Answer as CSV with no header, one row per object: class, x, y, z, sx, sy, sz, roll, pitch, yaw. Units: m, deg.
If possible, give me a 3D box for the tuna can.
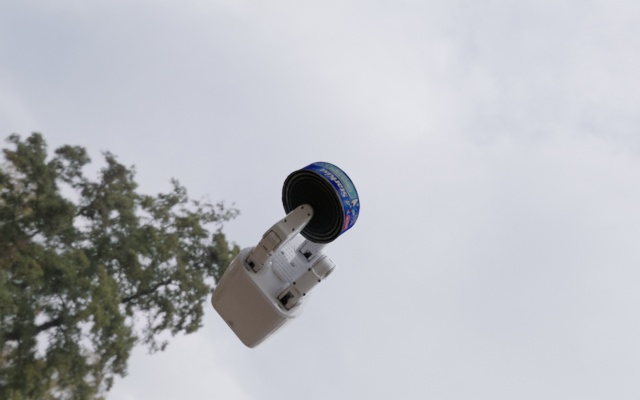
tuna can,0.000,0.001,0.519,0.086,0.086,0.033,0,21,42
